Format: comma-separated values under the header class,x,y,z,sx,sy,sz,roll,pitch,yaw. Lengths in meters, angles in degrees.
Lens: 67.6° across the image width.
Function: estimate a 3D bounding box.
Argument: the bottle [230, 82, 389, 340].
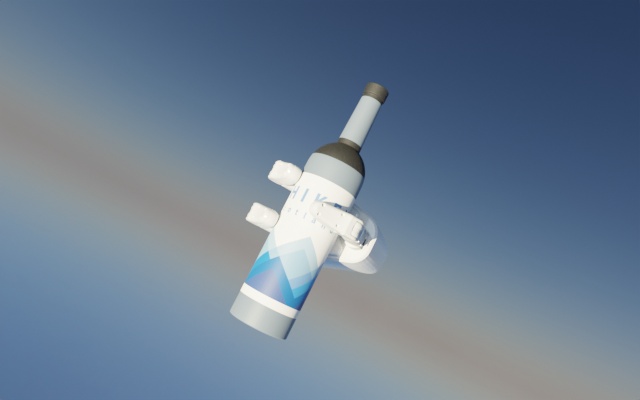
class,x,y,z,sx,sy,sz,roll,pitch,yaw
bottle,0.000,0.002,0.524,0.069,0.295,0.069,26,-9,4
